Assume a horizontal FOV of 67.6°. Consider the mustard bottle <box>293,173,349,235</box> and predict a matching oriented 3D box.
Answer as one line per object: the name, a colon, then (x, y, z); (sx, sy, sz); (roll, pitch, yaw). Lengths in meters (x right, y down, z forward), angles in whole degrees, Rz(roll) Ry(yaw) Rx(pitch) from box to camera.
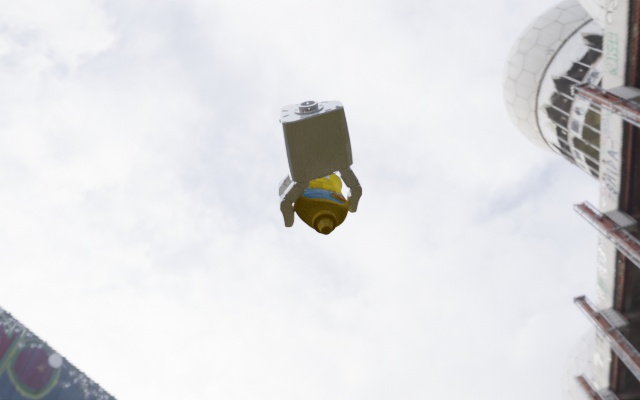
mustard bottle: (0.000, 0.003, 0.843); (0.096, 0.058, 0.191); (11, 26, -12)
